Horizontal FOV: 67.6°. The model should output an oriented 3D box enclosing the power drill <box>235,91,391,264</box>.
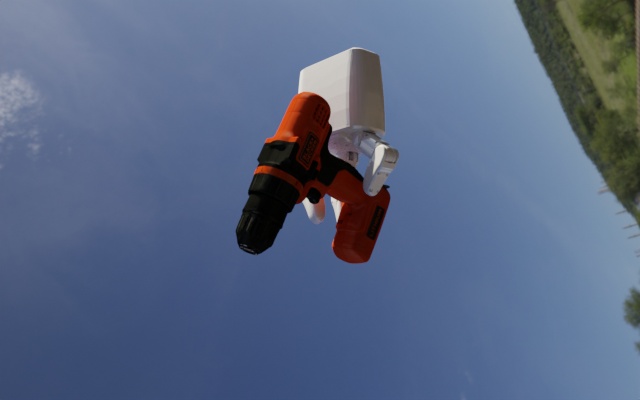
[{"bbox_3d":[0.000,0.002,0.536,0.057,0.184,0.188,7,-24,40],"label":"power drill"}]
